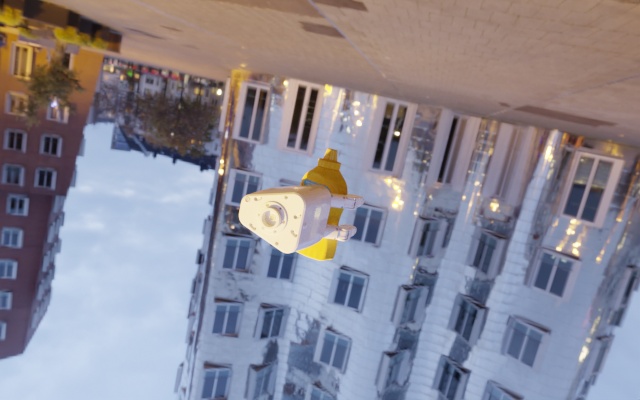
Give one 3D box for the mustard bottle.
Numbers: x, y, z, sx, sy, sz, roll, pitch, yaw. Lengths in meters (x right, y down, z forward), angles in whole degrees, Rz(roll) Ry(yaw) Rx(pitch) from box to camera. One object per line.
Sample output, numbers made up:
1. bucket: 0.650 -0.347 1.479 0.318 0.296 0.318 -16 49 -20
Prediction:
1. mustard bottle: 0.000 0.003 0.847 0.096 0.191 0.058 21 14 41
